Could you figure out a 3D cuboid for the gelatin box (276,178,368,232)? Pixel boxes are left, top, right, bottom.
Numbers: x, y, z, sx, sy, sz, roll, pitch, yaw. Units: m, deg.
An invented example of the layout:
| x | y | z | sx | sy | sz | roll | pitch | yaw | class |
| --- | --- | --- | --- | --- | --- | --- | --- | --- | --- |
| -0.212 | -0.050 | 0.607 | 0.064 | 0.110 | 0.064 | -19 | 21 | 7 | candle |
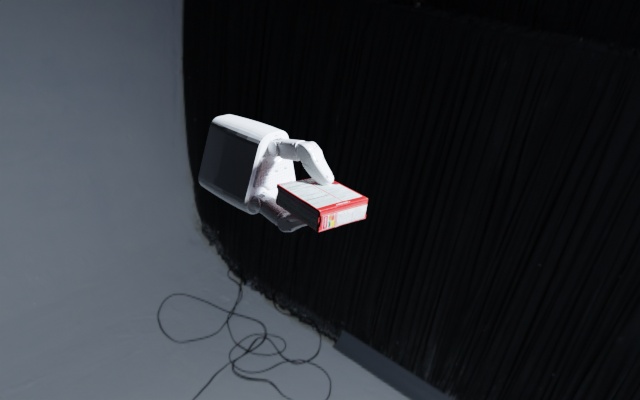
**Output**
| x | y | z | sx | sy | sz | roll | pitch | yaw | class |
| --- | --- | --- | --- | --- | --- | --- | --- | --- | --- |
| 0.000 | 0.002 | 0.572 | 0.073 | 0.030 | 0.089 | -13 | 29 | -36 | gelatin box |
